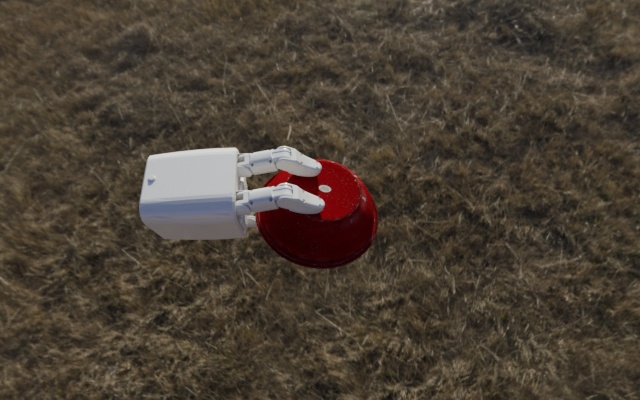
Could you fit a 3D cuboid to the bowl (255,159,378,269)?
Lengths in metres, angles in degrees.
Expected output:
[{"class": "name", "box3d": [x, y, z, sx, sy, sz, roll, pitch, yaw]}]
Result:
[{"class": "bowl", "box3d": [0.001, 0.001, 0.599, 0.162, 0.162, 0.055, 0, -34, -11]}]
